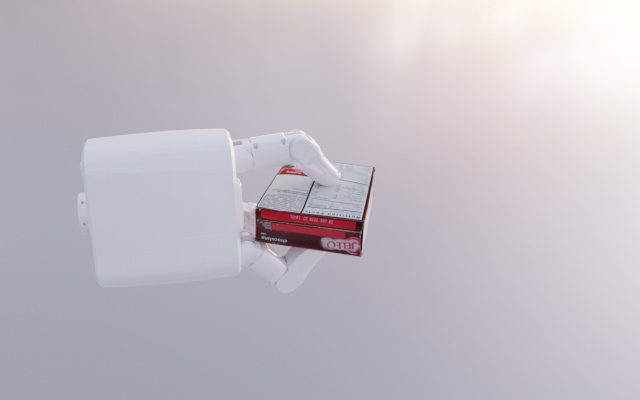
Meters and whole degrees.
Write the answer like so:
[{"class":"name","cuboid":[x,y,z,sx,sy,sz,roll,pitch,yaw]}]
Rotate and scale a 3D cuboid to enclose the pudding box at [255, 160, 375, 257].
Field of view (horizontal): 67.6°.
[{"class":"pudding box","cuboid":[0.000,0.001,0.426,0.090,0.039,0.113,8,30,8]}]
